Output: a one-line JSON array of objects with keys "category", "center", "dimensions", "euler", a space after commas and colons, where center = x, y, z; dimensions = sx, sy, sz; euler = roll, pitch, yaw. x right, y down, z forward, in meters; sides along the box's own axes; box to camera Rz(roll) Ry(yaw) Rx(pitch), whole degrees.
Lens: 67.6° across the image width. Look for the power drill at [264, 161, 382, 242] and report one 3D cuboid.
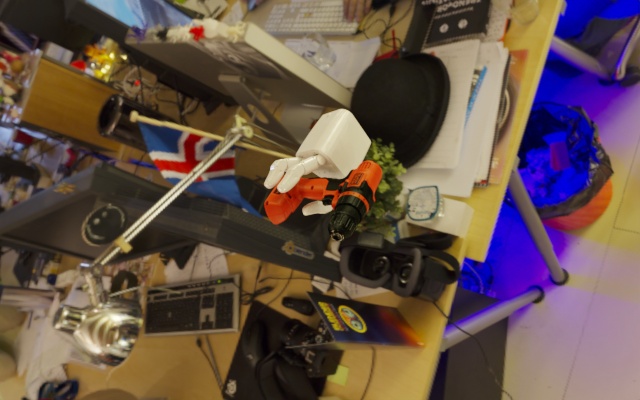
[{"category": "power drill", "center": [0.000, 0.002, 0.823], "dimensions": [0.187, 0.057, 0.184], "euler": [-1, 36, 29]}]
